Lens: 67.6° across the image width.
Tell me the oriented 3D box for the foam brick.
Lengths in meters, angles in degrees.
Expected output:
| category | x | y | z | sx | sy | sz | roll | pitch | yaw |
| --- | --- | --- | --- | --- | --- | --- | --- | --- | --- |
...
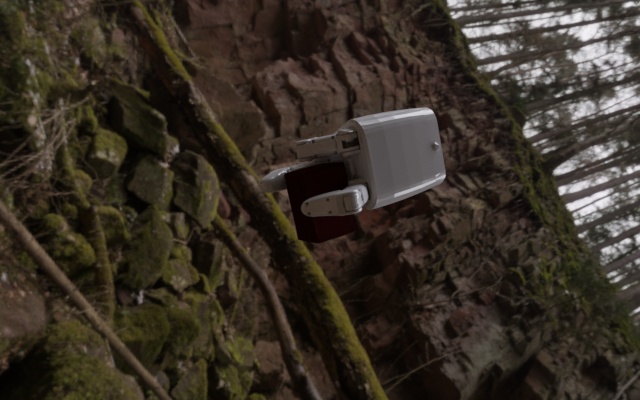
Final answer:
| category | x | y | z | sx | sy | sz | roll | pitch | yaw |
| --- | --- | --- | --- | --- | --- | --- | --- | --- | --- |
| foam brick | 0.000 | 0.002 | 0.520 | 0.051 | 0.078 | 0.053 | -16 | 10 | -26 |
